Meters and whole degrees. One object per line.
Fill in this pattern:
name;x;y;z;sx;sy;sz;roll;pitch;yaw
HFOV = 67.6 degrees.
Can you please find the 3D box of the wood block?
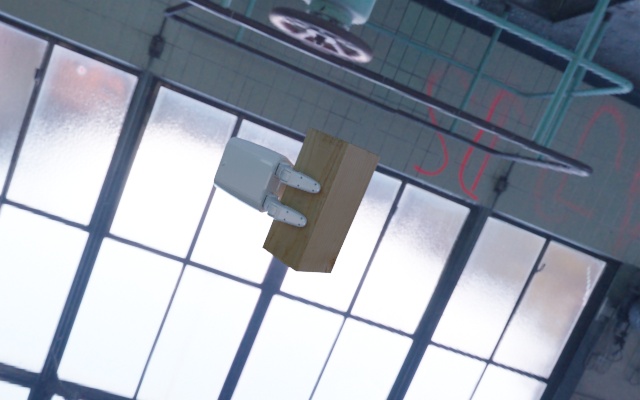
wood block;0.000;0.002;0.756;0.090;0.206;0.091;28;9;38
